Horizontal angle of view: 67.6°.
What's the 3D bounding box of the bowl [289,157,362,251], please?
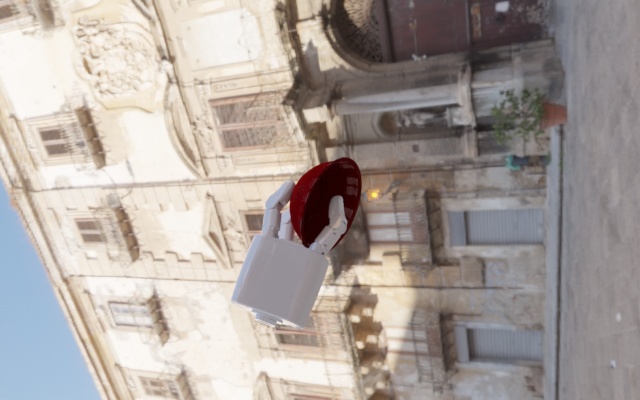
[{"bbox_3d":[0.001,0.001,0.759,0.055,0.162,0.162,22,12,31],"label":"bowl"}]
